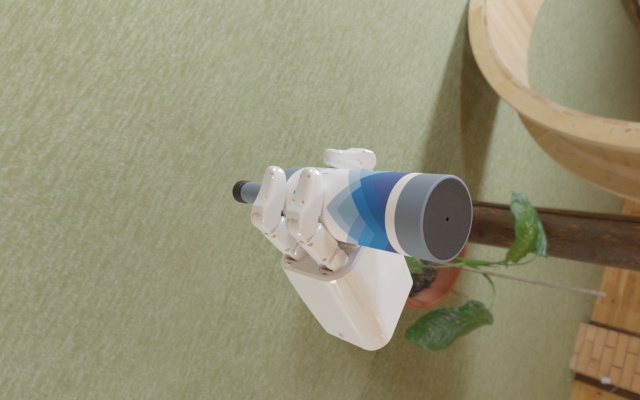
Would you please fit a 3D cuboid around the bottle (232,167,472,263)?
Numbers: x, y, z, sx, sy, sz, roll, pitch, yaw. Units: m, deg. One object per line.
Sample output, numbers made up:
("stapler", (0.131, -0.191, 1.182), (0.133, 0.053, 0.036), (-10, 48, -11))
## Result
("bottle", (0.000, 0.001, 0.467), (0.069, 0.069, 0.295), (0, 5, -41))
